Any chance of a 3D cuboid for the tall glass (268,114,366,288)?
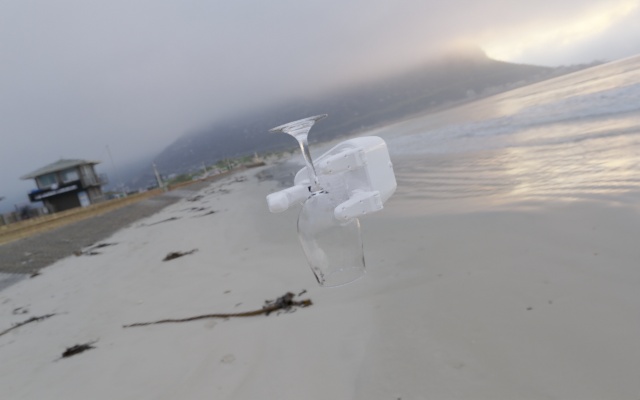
[{"bbox_3d":[0.000,0.001,0.585,0.079,0.201,0.079,-16,6,2],"label":"tall glass"}]
